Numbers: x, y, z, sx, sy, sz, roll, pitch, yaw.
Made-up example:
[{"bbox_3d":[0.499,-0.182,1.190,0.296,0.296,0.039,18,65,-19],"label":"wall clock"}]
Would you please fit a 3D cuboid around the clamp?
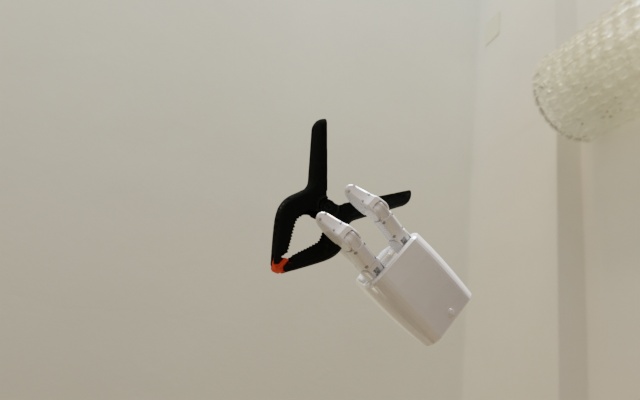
[{"bbox_3d":[0.000,0.003,0.614,0.210,0.164,0.036,-44,-1,-22],"label":"clamp"}]
